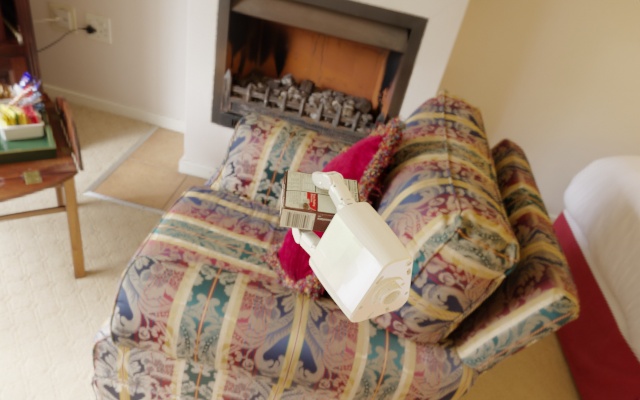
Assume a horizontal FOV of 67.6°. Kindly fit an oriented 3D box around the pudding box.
[{"bbox_3d":[0.000,0.002,0.684,0.113,0.039,0.090,9,38,-8],"label":"pudding box"}]
